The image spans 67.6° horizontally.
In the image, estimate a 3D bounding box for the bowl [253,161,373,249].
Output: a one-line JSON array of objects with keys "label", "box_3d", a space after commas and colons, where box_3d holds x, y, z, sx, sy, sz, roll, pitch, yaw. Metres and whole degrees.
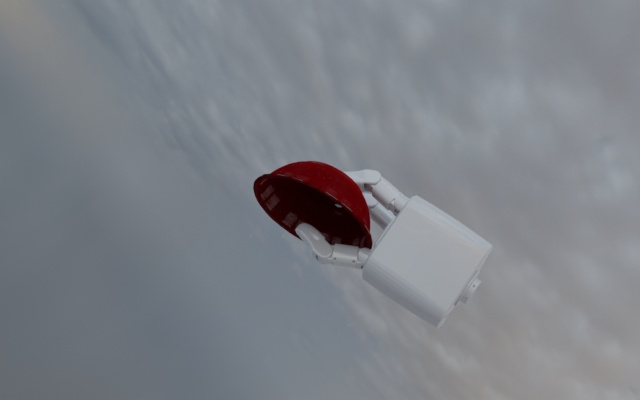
[{"label": "bowl", "box_3d": [-0.001, 0.001, 0.586, 0.162, 0.055, 0.162, 24, -26, 13]}]
